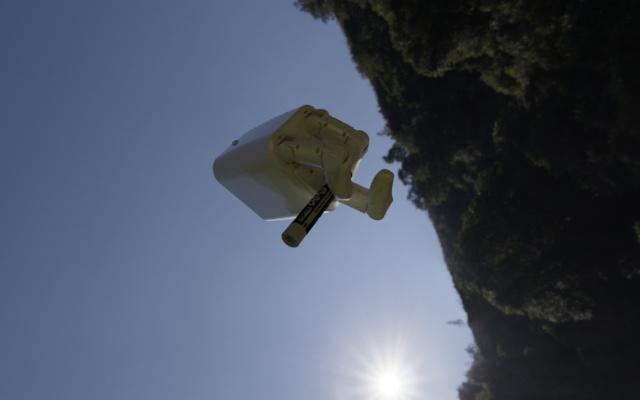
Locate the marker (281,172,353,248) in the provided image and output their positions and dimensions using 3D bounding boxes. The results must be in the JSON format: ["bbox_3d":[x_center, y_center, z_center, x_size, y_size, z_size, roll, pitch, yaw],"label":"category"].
[{"bbox_3d":[0.000,0.002,0.475,0.020,0.020,0.121,0,35,35],"label":"marker"}]
